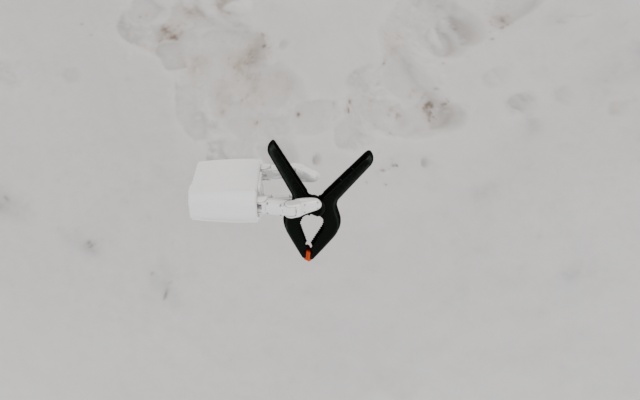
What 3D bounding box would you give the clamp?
[{"bbox_3d":[0.000,0.003,0.776,0.164,0.210,0.036,0,25,-1],"label":"clamp"}]
